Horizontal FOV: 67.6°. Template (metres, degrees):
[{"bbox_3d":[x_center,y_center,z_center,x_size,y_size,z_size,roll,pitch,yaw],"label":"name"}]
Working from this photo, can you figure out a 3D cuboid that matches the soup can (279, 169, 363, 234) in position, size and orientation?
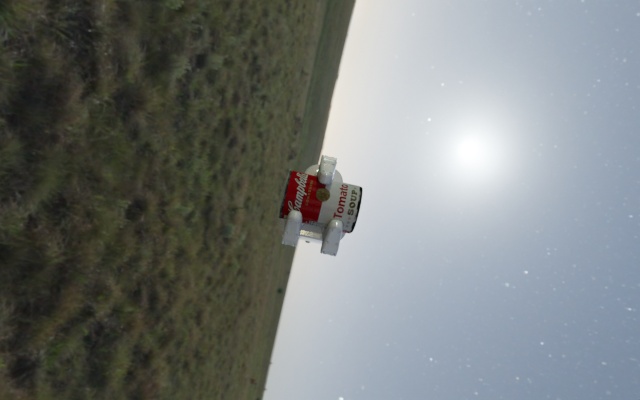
[{"bbox_3d":[0.000,0.002,0.649,0.102,0.068,0.068,13,-1,-2],"label":"soup can"}]
